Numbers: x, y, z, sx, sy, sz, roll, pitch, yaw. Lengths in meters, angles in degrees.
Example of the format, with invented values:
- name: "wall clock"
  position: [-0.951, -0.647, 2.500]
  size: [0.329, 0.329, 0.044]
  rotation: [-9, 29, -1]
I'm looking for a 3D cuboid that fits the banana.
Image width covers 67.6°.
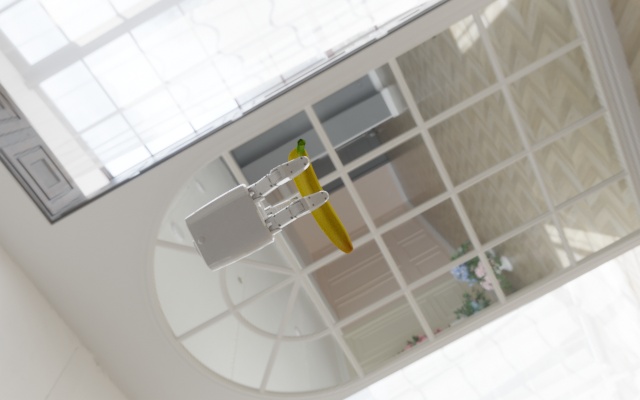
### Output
- name: "banana"
  position: [-0.006, -0.004, 0.757]
  size: [0.037, 0.198, 0.069]
  rotation: [-29, 16, -8]
